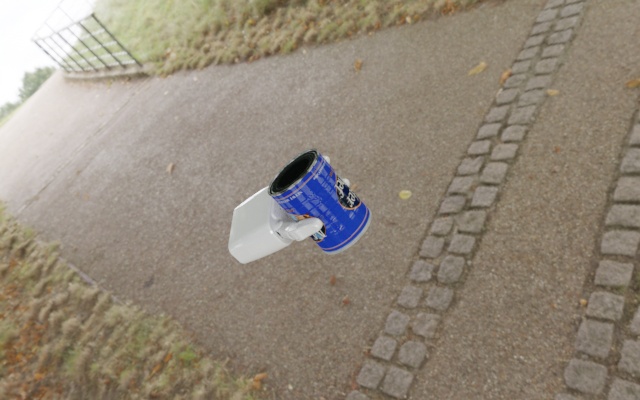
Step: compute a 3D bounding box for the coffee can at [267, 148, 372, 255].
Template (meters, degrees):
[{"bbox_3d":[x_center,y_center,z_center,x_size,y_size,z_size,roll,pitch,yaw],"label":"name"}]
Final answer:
[{"bbox_3d":[0.000,0.003,0.760,0.140,0.102,0.103,48,-23,-22],"label":"coffee can"}]
